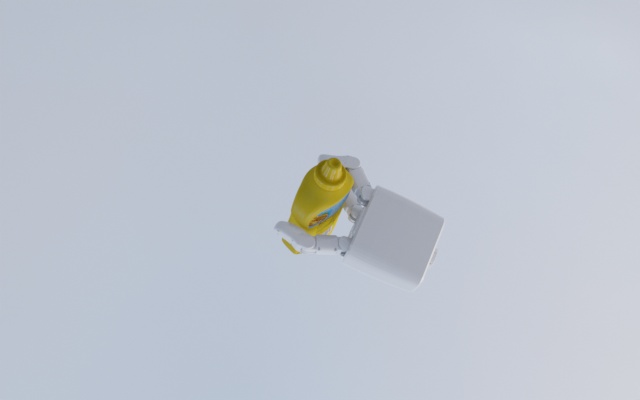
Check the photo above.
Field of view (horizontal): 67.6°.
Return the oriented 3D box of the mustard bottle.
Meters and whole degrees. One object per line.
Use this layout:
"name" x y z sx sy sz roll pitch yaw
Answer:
"mustard bottle" 0.000 0.002 0.657 0.096 0.058 0.192 -36 -16 -27
